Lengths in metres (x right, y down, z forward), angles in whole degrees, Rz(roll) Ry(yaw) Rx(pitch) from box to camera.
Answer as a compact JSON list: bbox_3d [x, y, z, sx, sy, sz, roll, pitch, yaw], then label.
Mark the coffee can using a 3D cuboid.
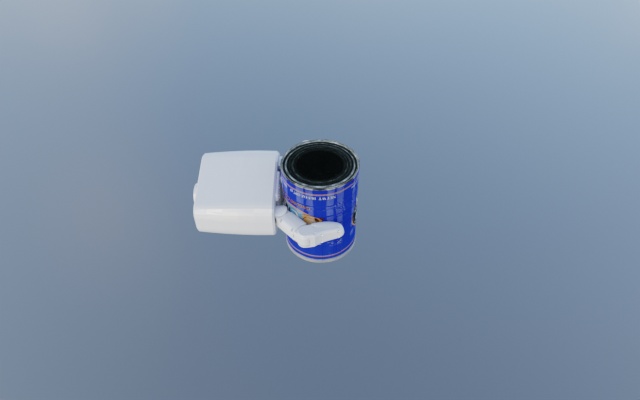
[{"bbox_3d":[0.000,0.002,0.659,0.103,0.140,0.102,0,43,0],"label":"coffee can"}]
